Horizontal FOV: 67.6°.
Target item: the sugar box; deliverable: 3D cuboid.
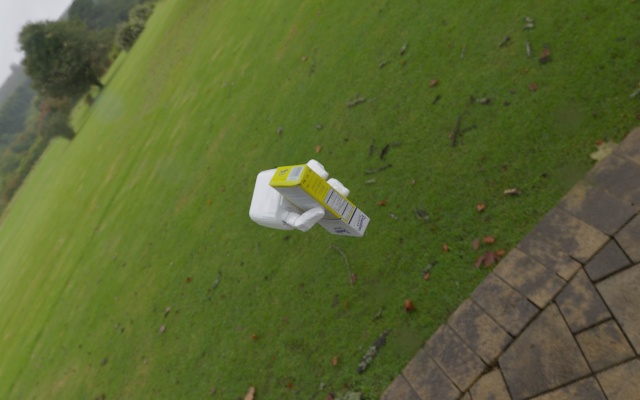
[{"bbox_3d":[0.000,0.002,0.869,0.176,0.048,0.093,37,-21,-33],"label":"sugar box"}]
